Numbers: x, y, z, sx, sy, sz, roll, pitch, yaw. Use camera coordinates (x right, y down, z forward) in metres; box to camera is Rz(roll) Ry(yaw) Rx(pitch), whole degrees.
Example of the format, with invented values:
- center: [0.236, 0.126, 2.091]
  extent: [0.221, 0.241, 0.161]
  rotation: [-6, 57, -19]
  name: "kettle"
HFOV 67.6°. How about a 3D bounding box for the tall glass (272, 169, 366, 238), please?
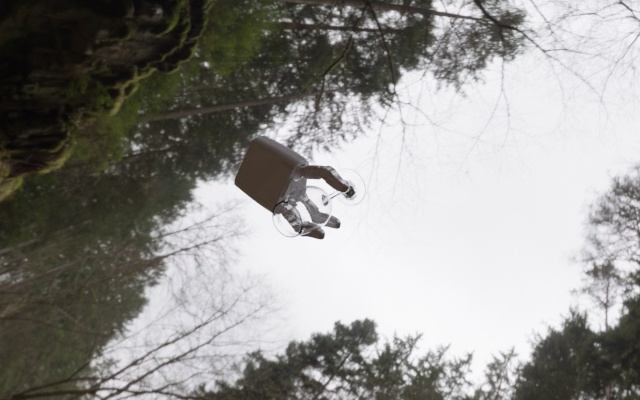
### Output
- center: [0.001, 0.003, 0.846]
  extent: [0.079, 0.079, 0.201]
  rotation: [0, 17, 34]
  name: "tall glass"
